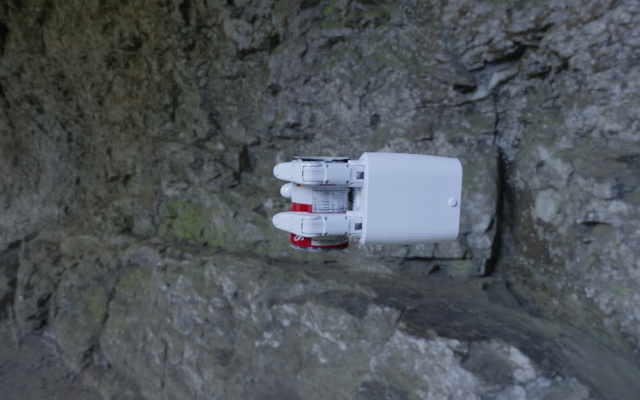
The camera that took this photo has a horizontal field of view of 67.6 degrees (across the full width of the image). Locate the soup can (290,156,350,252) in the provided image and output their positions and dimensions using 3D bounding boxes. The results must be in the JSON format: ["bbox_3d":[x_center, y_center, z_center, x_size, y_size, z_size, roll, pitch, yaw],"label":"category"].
[{"bbox_3d":[0.000,0.001,0.547,0.068,0.102,0.068,1,7,0],"label":"soup can"}]
